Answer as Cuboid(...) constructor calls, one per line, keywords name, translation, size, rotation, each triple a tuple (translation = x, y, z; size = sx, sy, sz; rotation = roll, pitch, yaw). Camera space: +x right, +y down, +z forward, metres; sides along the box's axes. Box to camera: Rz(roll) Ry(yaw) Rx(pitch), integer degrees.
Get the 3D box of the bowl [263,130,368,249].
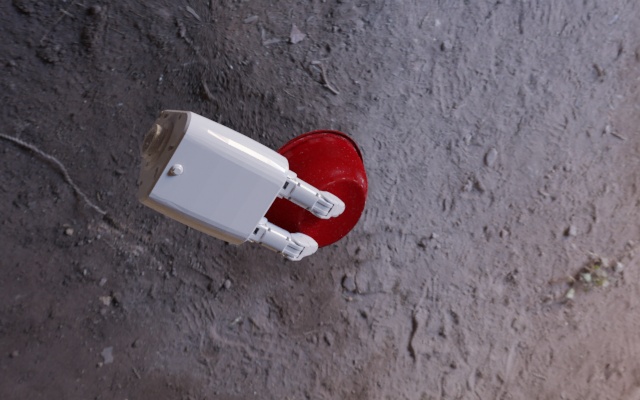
Cuboid(name="bowl", translation=(0.001, 0.002, 0.559), size=(0.162, 0.162, 0.055), rotation=(0, 30, -39))
